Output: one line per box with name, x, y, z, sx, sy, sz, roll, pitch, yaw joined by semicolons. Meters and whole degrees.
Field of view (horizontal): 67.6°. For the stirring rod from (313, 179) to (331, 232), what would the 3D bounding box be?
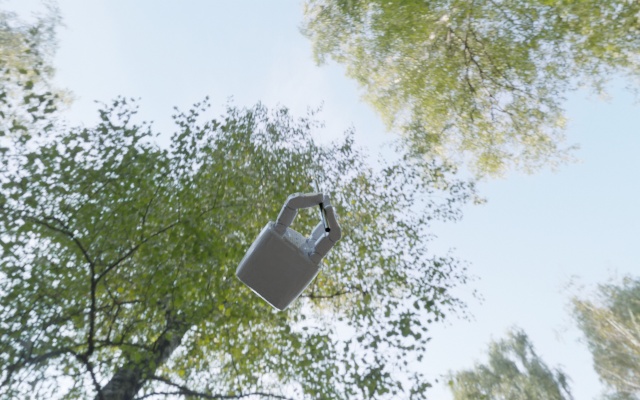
stirring rod;0.000;0.003;0.793;0.011;0.011;0.239;0;19;-5
